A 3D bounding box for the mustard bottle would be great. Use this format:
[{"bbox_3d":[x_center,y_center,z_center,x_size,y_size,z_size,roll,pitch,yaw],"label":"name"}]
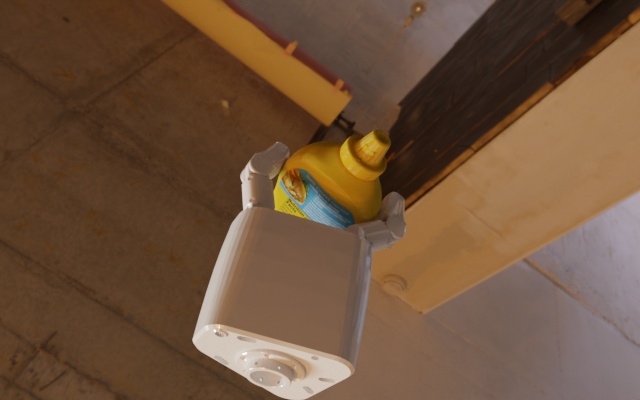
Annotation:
[{"bbox_3d":[0.000,0.001,0.446,0.192,0.096,0.058,-46,-1,42],"label":"mustard bottle"}]
